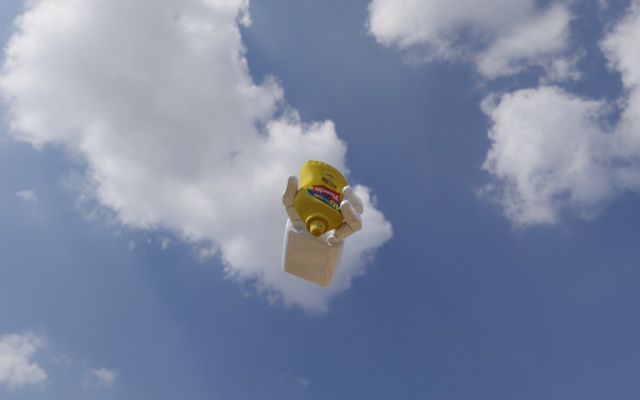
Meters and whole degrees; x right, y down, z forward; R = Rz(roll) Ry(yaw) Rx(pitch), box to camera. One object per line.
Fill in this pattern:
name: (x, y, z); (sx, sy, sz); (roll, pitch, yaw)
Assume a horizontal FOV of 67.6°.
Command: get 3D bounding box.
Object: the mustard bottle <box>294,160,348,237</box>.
mustard bottle: (0.000, 0.002, 0.862); (0.096, 0.058, 0.191); (32, 30, -15)
